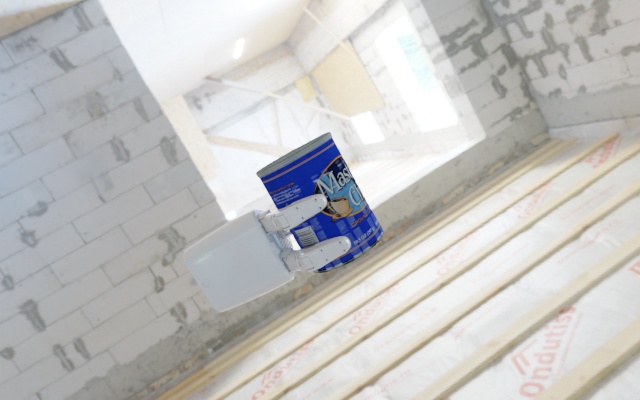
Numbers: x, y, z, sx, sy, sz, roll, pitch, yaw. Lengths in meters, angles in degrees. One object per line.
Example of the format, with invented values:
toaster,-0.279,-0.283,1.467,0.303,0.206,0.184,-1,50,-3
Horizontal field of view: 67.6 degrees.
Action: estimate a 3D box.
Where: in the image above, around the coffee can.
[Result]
coffee can,0.000,0.002,0.584,0.103,0.140,0.103,-28,9,5
